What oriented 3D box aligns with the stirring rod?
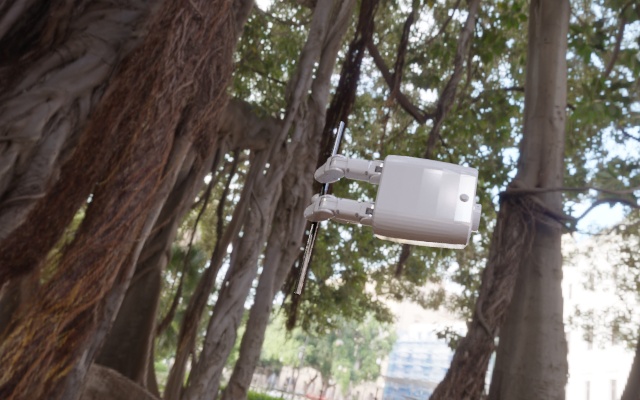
[{"bbox_3d":[0.000,0.002,0.605,0.011,0.239,0.011,13,-22,5],"label":"stirring rod"}]
